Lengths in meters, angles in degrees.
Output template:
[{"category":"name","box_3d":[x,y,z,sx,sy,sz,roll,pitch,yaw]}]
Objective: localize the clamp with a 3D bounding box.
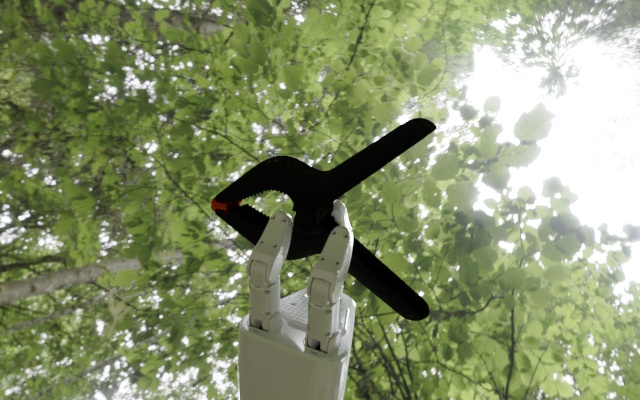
[{"category":"clamp","box_3d":[0.000,0.001,0.406,0.210,0.165,0.036,13,20,23]}]
